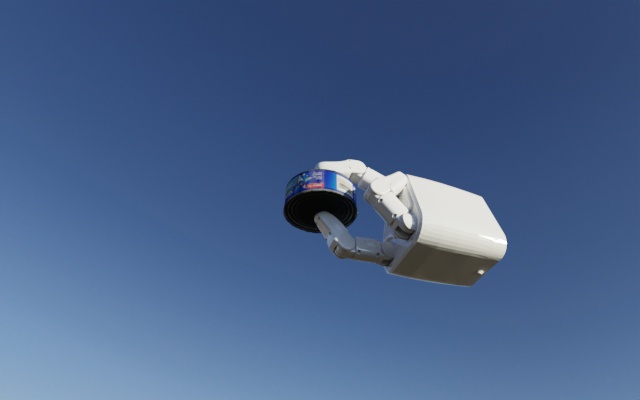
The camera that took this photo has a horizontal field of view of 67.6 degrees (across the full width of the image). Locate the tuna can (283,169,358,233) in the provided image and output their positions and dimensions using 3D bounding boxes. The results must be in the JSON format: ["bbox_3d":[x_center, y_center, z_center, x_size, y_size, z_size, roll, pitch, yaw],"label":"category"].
[{"bbox_3d":[0.000,0.001,0.560,0.086,0.033,0.086,1,-37,0],"label":"tuna can"}]
